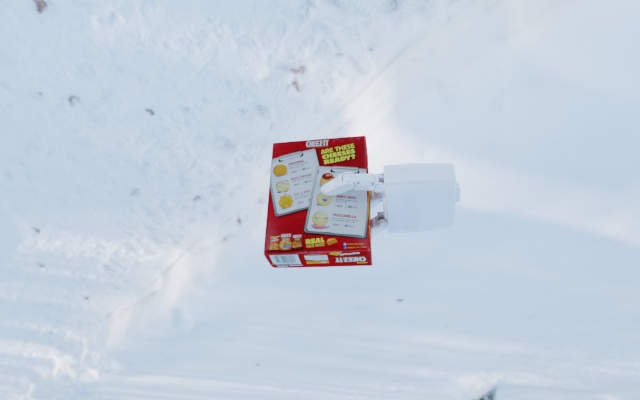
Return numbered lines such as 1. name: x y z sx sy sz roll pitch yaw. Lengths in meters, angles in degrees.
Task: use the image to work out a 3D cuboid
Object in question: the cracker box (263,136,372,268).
1. cracker box: 0.000 0.003 0.790 0.164 0.213 0.072 -3 -31 8
